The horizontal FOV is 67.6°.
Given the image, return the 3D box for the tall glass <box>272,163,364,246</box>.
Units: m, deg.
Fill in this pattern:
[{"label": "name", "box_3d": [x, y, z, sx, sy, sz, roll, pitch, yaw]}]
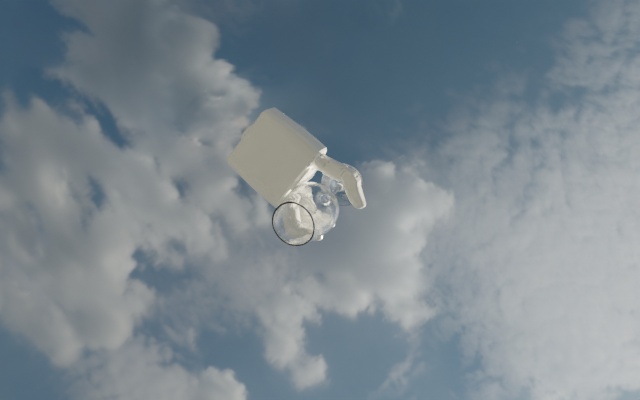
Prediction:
[{"label": "tall glass", "box_3d": [0.001, 0.002, 0.710, 0.079, 0.079, 0.201, 0, 17, 22]}]
